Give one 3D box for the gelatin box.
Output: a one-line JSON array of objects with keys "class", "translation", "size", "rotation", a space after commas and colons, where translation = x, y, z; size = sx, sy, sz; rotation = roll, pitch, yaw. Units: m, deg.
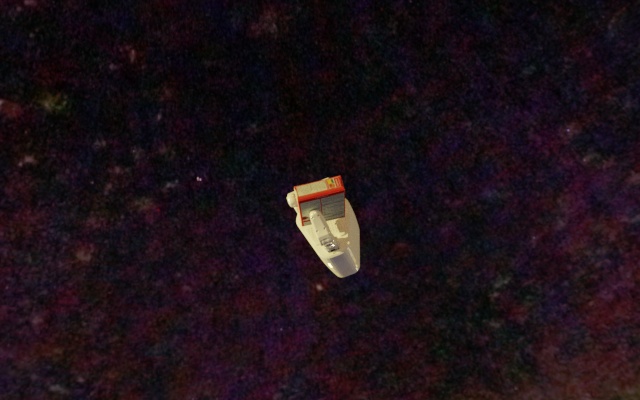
[{"class": "gelatin box", "translation": [0.000, 0.003, 0.745], "size": [0.073, 0.030, 0.089], "rotation": [-14, -29, -4]}]
